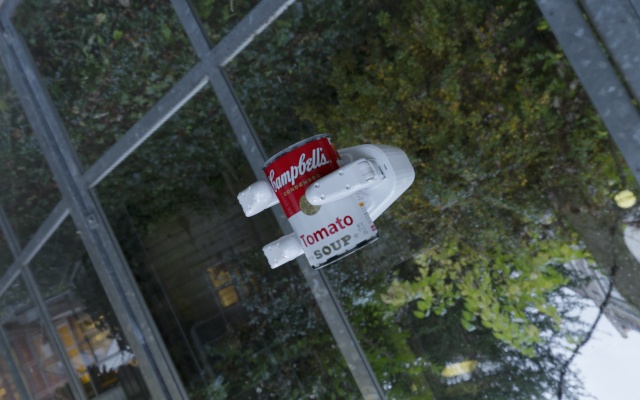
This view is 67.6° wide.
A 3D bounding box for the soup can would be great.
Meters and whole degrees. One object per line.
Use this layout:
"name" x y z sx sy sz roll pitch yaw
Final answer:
"soup can" 0.000 0.002 0.424 0.068 0.102 0.068 -26 -4 -2
